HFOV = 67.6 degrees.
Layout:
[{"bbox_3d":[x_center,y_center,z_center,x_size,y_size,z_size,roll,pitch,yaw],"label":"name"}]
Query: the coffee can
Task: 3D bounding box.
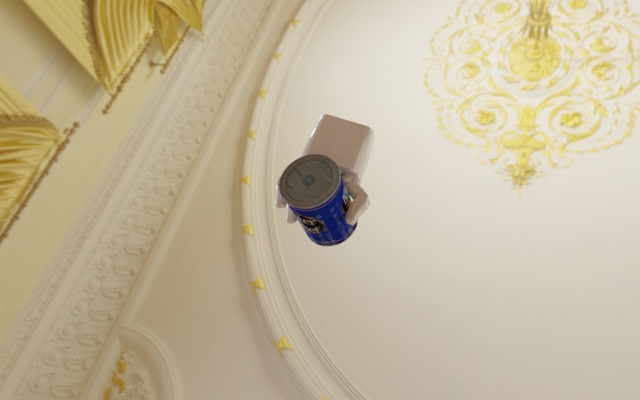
[{"bbox_3d":[0.000,0.003,0.821,0.103,0.102,0.140,0,-32,19],"label":"coffee can"}]
